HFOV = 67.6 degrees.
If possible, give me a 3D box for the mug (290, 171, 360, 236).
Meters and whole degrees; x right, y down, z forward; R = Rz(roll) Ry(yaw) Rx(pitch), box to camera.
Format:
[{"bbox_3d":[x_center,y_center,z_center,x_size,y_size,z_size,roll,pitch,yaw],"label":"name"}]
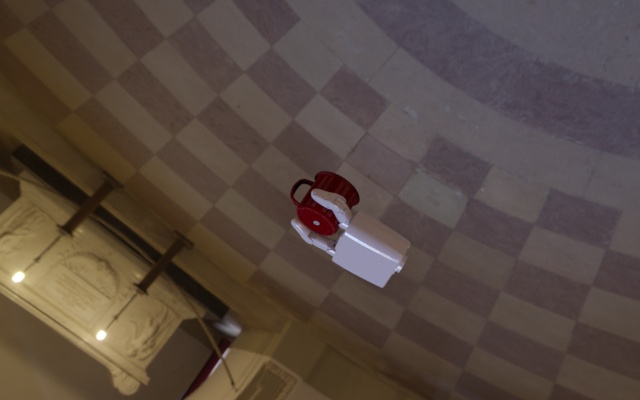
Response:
[{"bbox_3d":[-0.001,0.002,0.851,0.117,0.081,0.093,29,-27,10],"label":"mug"}]
